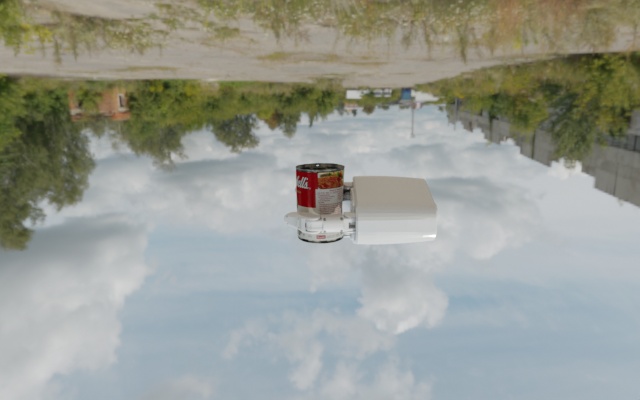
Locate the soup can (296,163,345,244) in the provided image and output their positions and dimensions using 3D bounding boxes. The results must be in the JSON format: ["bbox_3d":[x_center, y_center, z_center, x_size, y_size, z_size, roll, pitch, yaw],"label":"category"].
[{"bbox_3d":[0.000,0.003,0.668,0.068,0.102,0.068,-1,13,0],"label":"soup can"}]
